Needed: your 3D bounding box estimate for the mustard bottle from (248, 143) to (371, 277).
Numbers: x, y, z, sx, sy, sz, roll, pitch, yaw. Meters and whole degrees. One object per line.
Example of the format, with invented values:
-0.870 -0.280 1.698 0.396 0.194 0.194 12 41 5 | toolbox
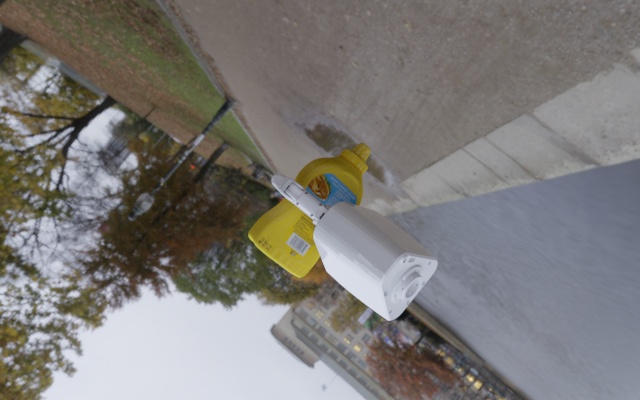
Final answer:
0.000 0.002 0.627 0.096 0.191 0.058 42 -4 -30 | mustard bottle
